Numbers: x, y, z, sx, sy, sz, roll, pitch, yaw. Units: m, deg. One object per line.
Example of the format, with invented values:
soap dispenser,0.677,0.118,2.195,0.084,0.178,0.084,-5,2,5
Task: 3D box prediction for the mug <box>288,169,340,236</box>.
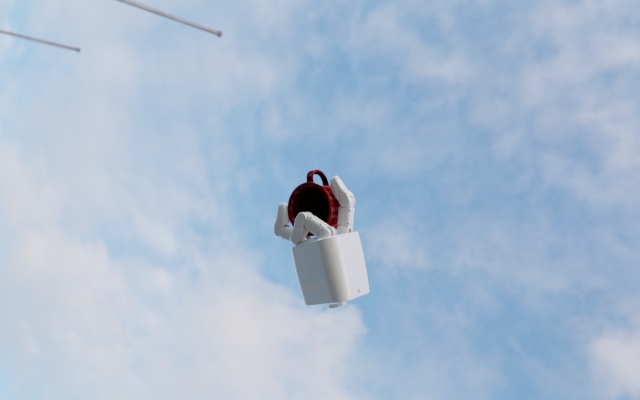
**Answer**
mug,0.000,0.001,0.850,0.093,0.117,0.081,-14,-7,33
